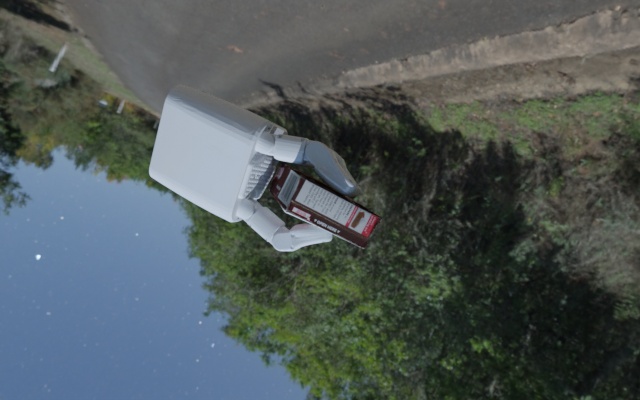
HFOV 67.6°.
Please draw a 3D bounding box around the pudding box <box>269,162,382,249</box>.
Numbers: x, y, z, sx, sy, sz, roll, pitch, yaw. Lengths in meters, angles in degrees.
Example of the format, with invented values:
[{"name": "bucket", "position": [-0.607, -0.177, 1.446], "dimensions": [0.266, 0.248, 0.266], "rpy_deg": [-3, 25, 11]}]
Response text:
[{"name": "pudding box", "position": [0.000, 0.002, 0.486], "dimensions": [0.090, 0.039, 0.113], "rpy_deg": [26, 6, -17]}]
